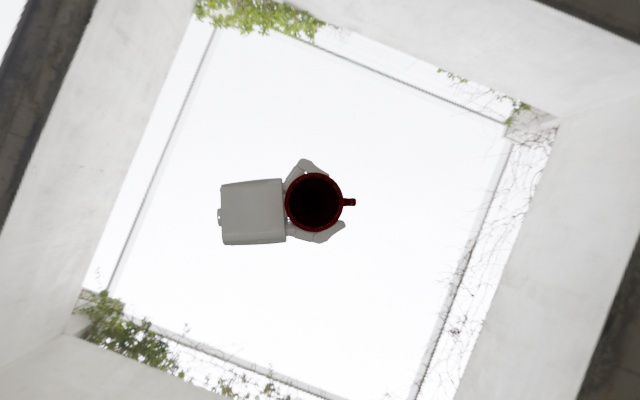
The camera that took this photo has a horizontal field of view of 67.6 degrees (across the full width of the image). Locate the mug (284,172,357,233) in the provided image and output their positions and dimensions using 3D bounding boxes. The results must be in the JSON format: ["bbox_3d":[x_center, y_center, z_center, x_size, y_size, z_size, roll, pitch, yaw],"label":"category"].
[{"bbox_3d":[0.002,0.002,0.779,0.117,0.093,0.081,-3,0,-3],"label":"mug"}]
